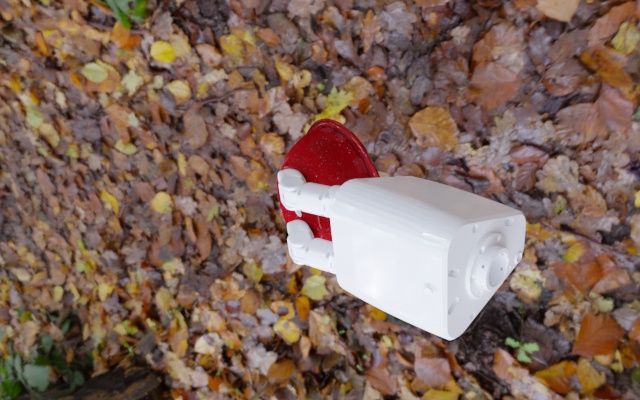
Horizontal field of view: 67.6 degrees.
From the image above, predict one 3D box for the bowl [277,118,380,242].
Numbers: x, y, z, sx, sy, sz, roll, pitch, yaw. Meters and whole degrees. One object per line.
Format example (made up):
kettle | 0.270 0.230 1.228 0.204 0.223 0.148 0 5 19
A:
bowl | -0.001 0.002 0.489 0.055 0.162 0.162 -19 8 -25
